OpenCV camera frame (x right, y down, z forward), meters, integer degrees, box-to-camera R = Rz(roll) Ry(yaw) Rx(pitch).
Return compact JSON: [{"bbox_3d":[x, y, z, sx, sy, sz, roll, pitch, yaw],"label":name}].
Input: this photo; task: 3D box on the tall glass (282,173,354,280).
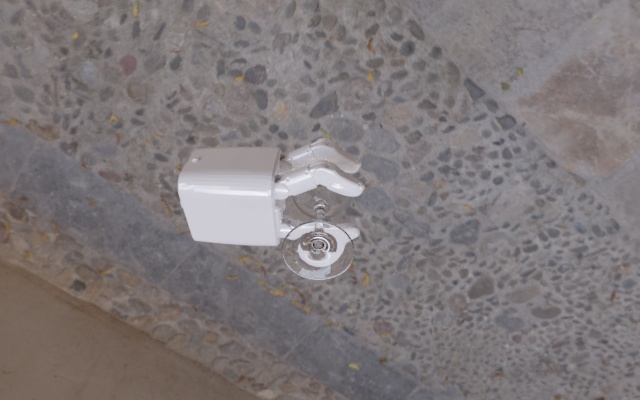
[{"bbox_3d":[0.000,0.002,0.571,0.079,0.079,0.201,0,31,2],"label":"tall glass"}]
